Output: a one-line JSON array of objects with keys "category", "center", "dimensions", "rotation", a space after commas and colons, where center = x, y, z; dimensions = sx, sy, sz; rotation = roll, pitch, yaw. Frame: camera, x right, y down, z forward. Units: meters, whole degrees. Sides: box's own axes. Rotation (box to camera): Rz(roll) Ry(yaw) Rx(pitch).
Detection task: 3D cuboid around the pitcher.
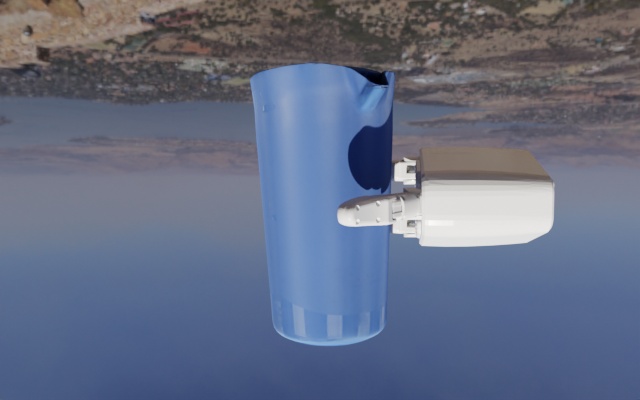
[{"category": "pitcher", "center": [0.000, 0.001, 0.456], "dimensions": [0.145, 0.243, 0.149], "rotation": [-1, 3, 11]}]
